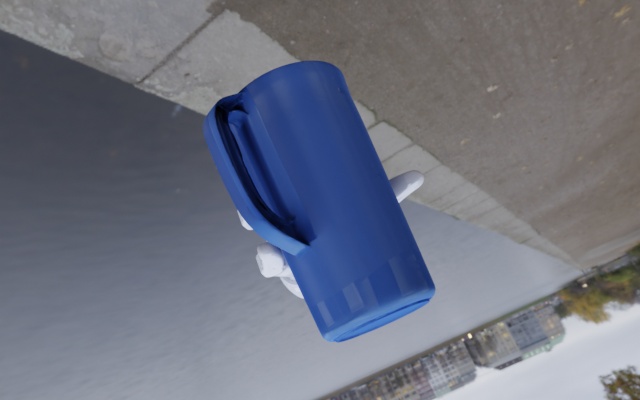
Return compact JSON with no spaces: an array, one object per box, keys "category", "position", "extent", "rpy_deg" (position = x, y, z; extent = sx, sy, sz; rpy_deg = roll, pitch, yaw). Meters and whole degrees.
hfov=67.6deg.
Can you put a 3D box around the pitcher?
[{"category":"pitcher","position":[0.000,0.002,0.445],"extent":[0.149,0.242,0.145],"rpy_deg":[-22,-20,-6]}]
